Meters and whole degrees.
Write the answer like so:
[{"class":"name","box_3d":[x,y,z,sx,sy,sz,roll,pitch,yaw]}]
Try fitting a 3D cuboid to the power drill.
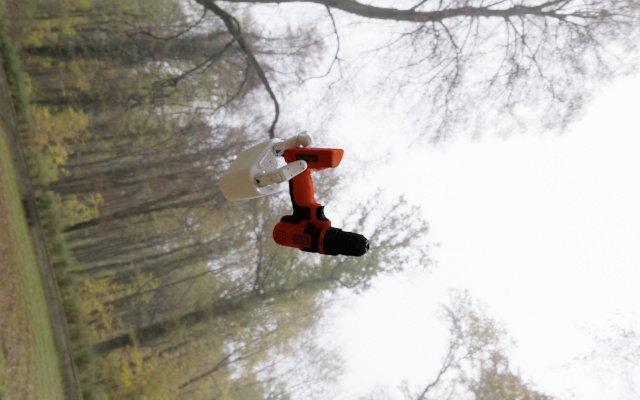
[{"class":"power drill","box_3d":[0.000,0.002,0.831,0.184,0.188,0.057,6,10,24]}]
